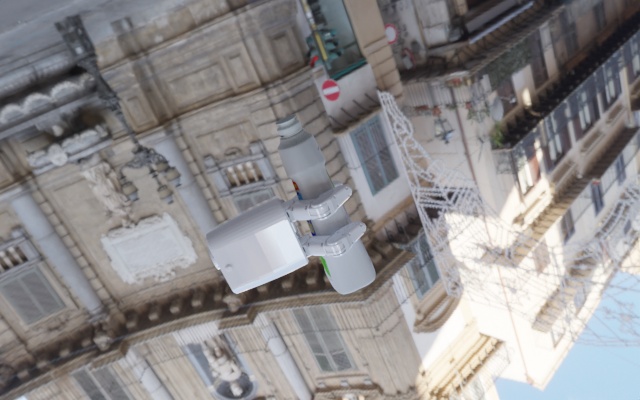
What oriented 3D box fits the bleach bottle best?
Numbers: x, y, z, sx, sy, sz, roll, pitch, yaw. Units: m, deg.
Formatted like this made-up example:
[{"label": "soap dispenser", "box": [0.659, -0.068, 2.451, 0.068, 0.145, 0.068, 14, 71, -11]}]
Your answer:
[{"label": "bleach bottle", "box": [0.000, 0.002, 0.656, 0.068, 0.251, 0.102, -25, 22, -3]}]
